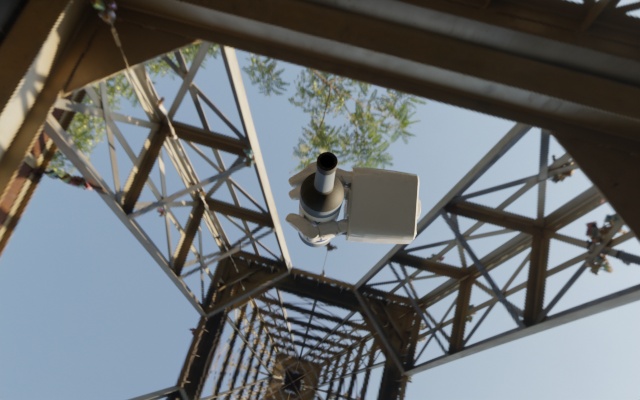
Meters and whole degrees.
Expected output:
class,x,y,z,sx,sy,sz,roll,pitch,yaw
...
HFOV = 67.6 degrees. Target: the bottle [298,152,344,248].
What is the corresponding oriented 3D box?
class,x,y,z,sx,sy,sz,roll,pitch,yaw
bottle,0.000,0.003,0.746,0.069,0.069,0.296,0,-21,-4
